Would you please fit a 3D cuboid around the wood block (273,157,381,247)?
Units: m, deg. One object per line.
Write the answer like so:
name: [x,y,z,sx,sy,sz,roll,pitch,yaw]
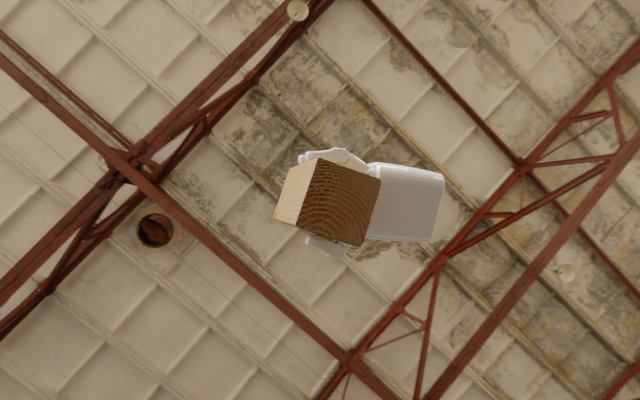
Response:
wood block: [0.000,0.003,0.678,0.090,0.091,0.206,19,-4,-12]
